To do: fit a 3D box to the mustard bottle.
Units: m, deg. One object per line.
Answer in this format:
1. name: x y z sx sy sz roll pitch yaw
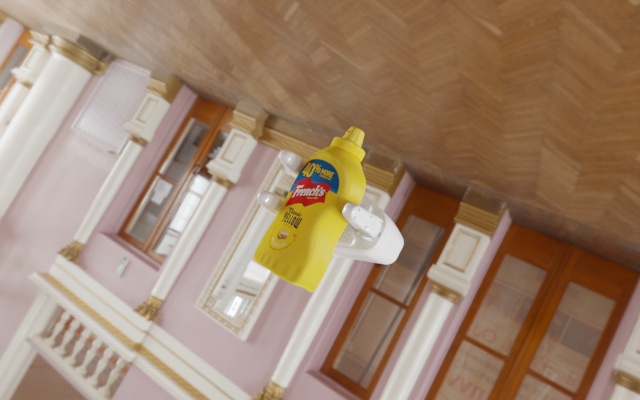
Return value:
1. mustard bottle: 0.000 0.002 0.551 0.058 0.191 0.096 32 -7 -38
